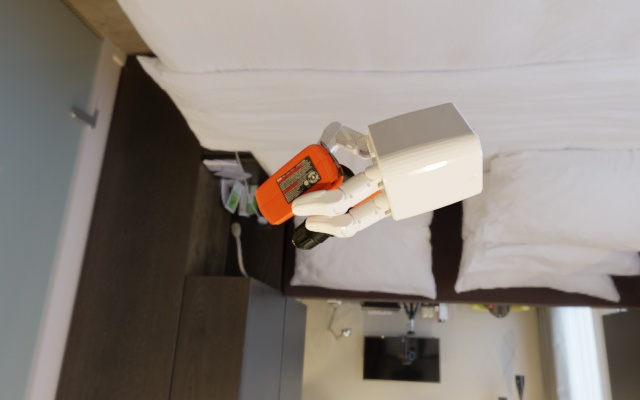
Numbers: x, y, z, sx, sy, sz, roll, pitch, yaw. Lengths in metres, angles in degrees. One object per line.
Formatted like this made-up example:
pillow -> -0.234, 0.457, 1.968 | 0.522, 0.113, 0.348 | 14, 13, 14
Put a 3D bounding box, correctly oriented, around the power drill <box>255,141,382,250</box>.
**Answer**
power drill -> 0.000, 0.002, 0.621 | 0.184, 0.057, 0.188 | -39, -22, 18
